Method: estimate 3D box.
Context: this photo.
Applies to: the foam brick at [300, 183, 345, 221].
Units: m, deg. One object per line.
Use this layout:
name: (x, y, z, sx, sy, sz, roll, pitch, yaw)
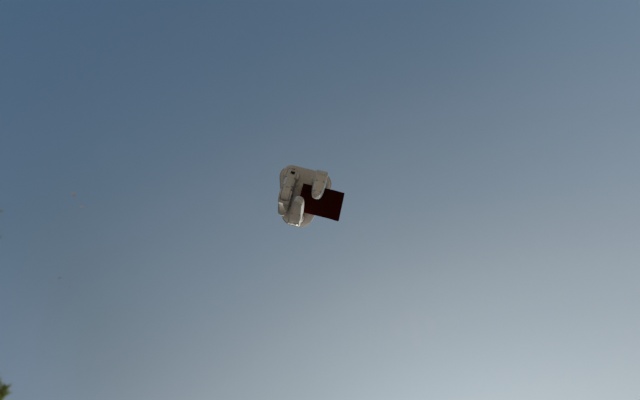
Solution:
foam brick: (0.000, 0.003, 0.860, 0.078, 0.053, 0.051, 14, -1, 0)
